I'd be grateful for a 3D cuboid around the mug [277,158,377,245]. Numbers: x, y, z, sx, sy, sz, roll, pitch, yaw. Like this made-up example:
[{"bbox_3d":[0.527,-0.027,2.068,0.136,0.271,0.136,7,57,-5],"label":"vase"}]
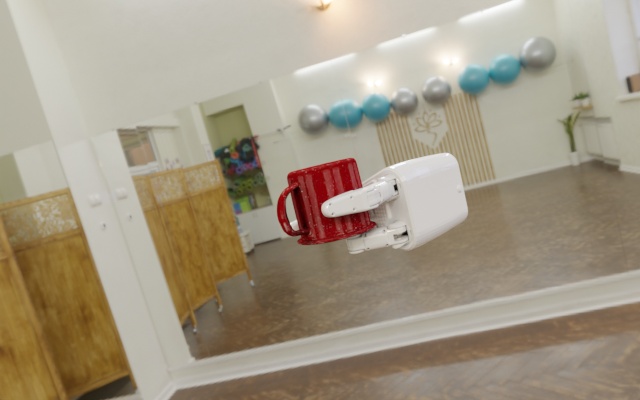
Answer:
[{"bbox_3d":[-0.001,0.002,0.536,0.117,0.081,0.093,-17,6,-35],"label":"mug"}]
